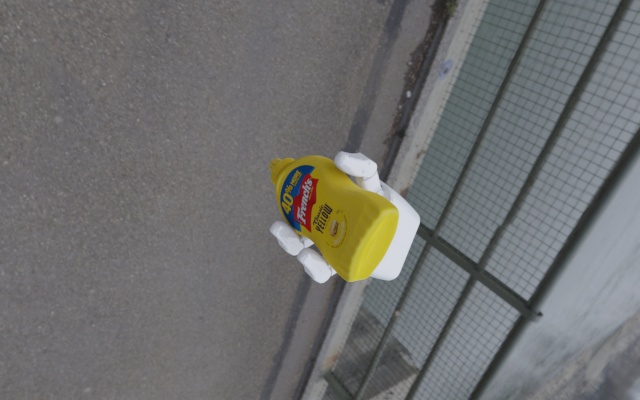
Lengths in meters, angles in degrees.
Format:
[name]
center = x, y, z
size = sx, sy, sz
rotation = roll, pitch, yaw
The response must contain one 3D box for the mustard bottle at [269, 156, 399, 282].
[mustard bottle]
center = 0.000, 0.002, 0.560
size = 0.058, 0.096, 0.191
rotation = -3, 33, -44
